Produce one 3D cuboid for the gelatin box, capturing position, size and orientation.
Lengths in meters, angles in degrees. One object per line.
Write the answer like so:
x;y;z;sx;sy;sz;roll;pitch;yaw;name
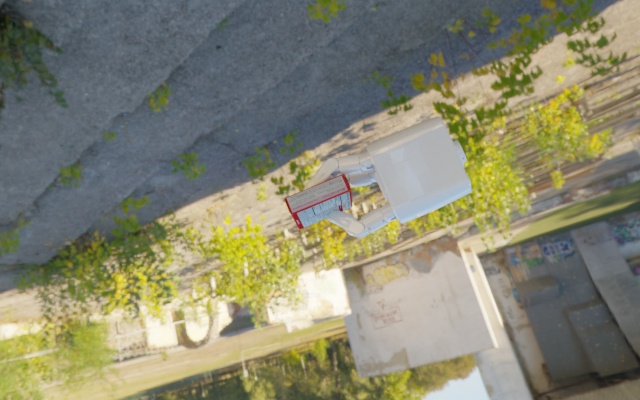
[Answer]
0.000;0.003;0.668;0.089;0.030;0.073;-23;-20;-2;gelatin box
